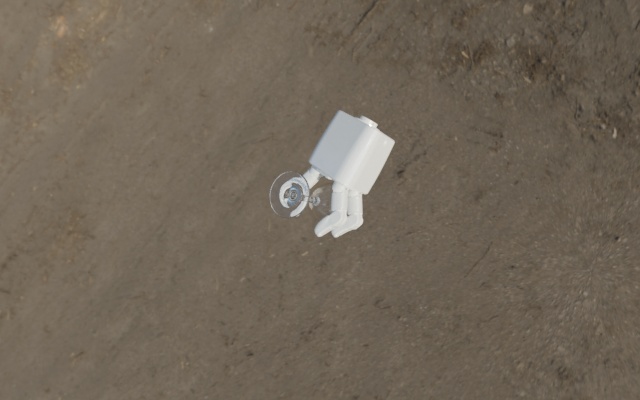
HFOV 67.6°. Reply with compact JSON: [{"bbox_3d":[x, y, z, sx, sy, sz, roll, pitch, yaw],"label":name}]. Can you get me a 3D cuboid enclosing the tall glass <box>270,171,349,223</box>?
[{"bbox_3d":[0.000,0.003,0.829,0.079,0.079,0.201,0,-7,30],"label":"tall glass"}]
